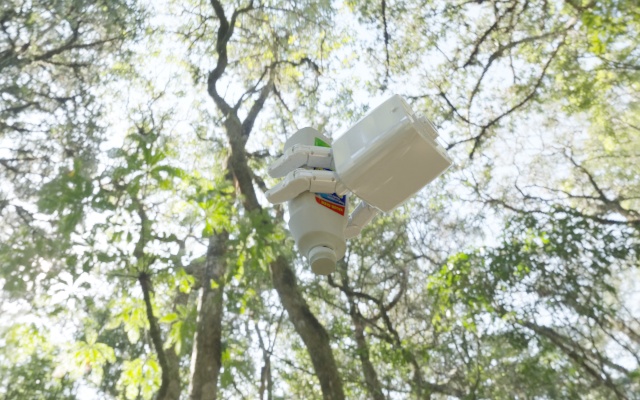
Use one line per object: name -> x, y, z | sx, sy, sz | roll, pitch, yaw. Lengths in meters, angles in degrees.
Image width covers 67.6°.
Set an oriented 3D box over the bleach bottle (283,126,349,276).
bleach bottle -> 0.000, 0.002, 0.628 | 0.068, 0.250, 0.103 | -39, -59, 22
